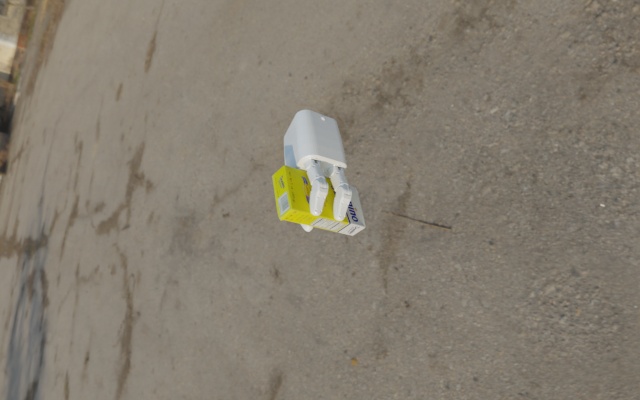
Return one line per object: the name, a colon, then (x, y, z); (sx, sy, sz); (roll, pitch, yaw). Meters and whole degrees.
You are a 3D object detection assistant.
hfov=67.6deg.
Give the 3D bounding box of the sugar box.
sugar box: (0.000, 0.002, 0.868); (0.176, 0.093, 0.048); (12, -36, -36)
